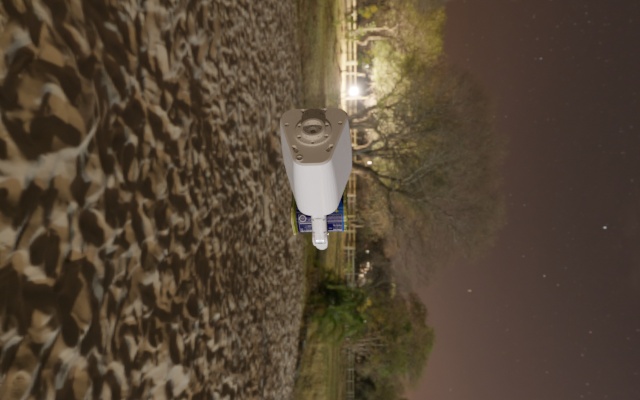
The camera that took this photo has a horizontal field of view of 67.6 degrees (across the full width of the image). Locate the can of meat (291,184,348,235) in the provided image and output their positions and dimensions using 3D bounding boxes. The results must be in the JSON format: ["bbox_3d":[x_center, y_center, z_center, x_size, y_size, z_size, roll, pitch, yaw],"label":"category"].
[{"bbox_3d":[0.000,0.003,0.749,0.084,0.102,0.057,-2,-41,4],"label":"can of meat"}]
